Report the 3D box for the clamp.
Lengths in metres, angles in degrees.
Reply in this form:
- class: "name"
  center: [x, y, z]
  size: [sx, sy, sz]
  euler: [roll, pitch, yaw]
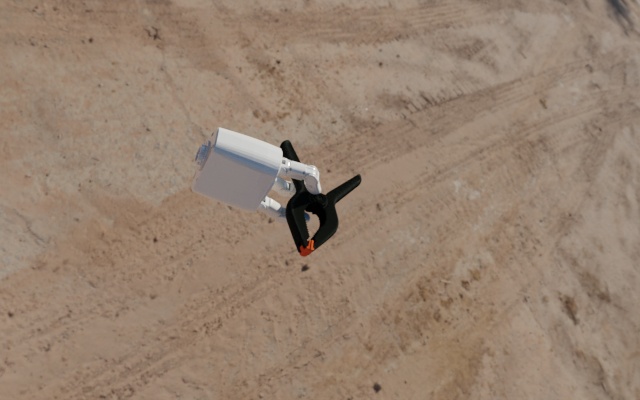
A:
- class: "clamp"
  center: [0.000, 0.003, 0.814]
  size: [0.164, 0.209, 0.036]
  euler: [17, -38, -22]
